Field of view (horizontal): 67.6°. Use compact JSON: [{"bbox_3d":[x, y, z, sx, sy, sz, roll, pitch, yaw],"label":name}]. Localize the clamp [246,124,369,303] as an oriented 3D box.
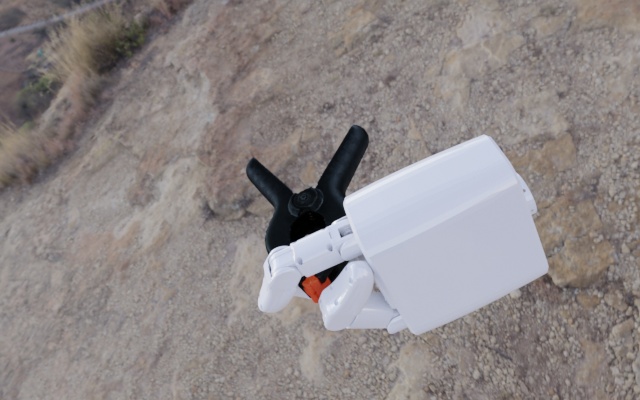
[{"bbox_3d":[0.000,0.001,0.404,0.120,0.171,0.039,-27,-43,10],"label":"clamp"}]
